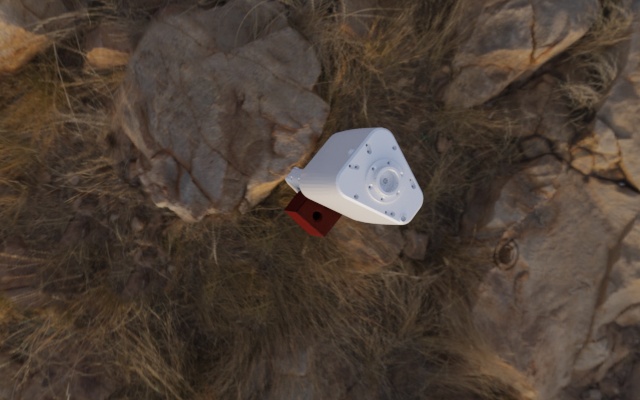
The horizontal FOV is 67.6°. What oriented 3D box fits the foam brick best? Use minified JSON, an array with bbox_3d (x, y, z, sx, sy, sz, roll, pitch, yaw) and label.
[{"bbox_3d":[0.000,0.002,0.635,0.053,0.078,0.051,43,-13,-19],"label":"foam brick"}]
